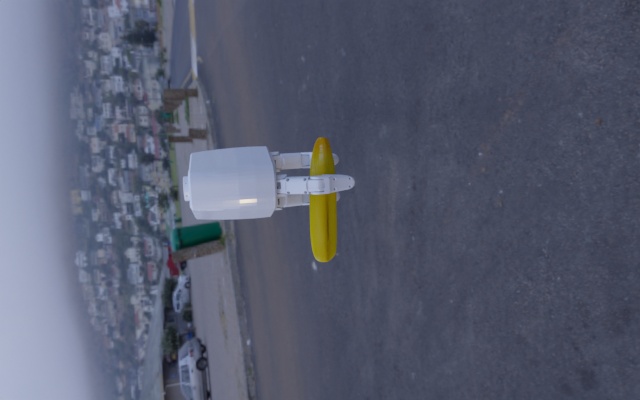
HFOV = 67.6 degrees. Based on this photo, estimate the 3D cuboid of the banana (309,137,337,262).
[{"bbox_3d":[0.002,0.015,0.654,0.037,0.198,0.069,-4,32,-5],"label":"banana"}]
